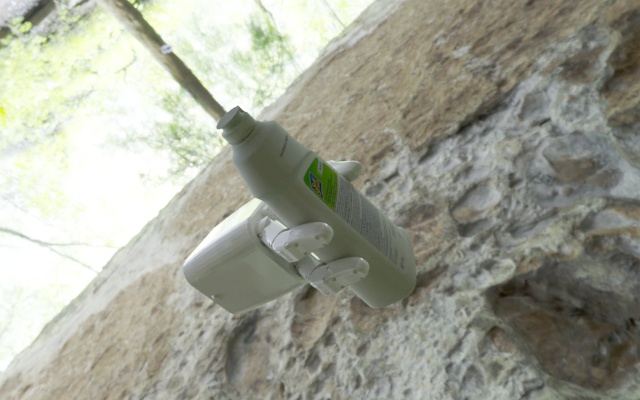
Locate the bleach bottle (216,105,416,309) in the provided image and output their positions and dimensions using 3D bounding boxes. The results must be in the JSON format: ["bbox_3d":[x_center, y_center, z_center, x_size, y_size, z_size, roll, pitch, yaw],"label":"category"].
[{"bbox_3d":[0.000,0.002,0.470,0.068,0.102,0.251,-32,-59,23],"label":"bleach bottle"}]
